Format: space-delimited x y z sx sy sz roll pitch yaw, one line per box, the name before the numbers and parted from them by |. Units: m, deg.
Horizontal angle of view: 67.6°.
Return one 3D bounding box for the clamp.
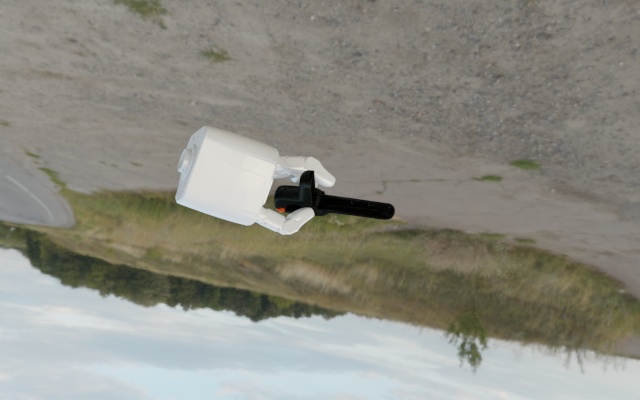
clamp | -0.001 0.003 0.737 0.164 0.036 0.210 21 -15 -26
